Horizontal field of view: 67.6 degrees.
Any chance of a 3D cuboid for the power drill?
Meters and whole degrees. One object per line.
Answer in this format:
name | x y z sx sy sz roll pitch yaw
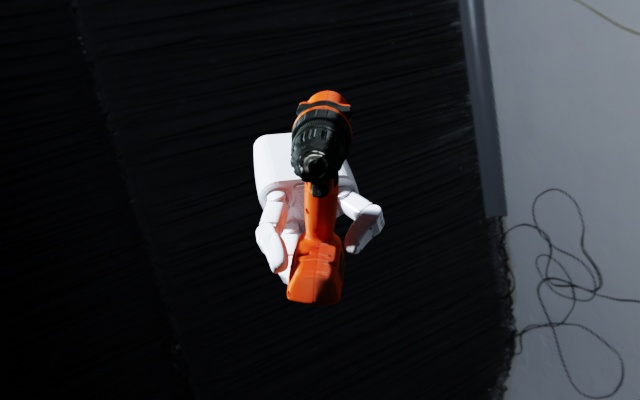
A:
power drill | 0.000 0.002 0.450 0.057 0.188 0.184 6 24 3
